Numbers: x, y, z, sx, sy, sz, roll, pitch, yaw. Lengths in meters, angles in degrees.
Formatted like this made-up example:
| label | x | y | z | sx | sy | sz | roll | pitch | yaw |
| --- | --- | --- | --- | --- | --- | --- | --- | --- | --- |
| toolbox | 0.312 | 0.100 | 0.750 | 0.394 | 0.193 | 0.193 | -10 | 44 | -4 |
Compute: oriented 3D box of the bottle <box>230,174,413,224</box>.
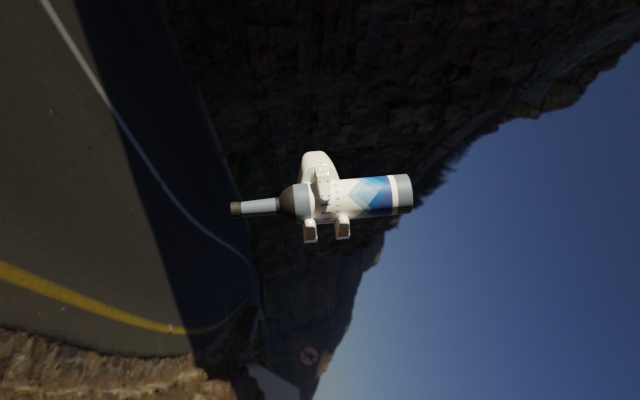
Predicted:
| label | x | y | z | sx | sy | sz | roll | pitch | yaw |
| --- | --- | --- | --- | --- | --- | --- | --- | --- | --- |
| bottle | 0.000 | 0.003 | 0.791 | 0.296 | 0.069 | 0.069 | -5 | 0 | -4 |
